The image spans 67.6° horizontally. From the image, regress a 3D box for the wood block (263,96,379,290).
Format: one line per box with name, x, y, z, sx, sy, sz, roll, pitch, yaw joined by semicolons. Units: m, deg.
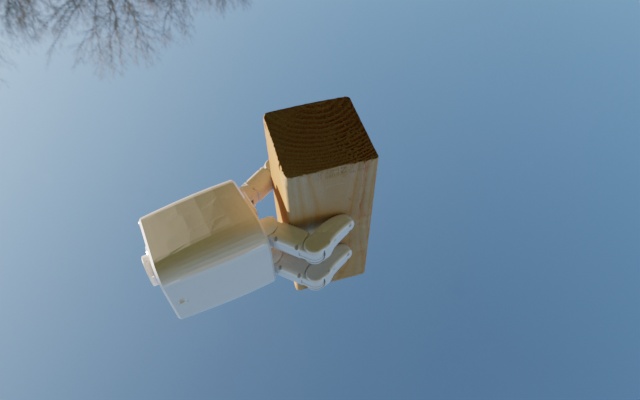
wood block;0.000;0.002;0.521;0.090;0.090;0.206;-14;-37;-10
